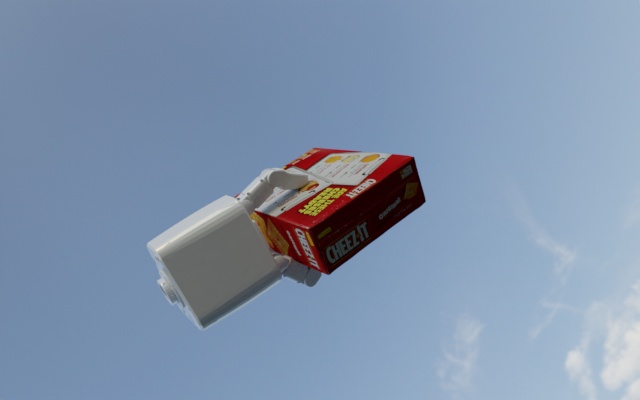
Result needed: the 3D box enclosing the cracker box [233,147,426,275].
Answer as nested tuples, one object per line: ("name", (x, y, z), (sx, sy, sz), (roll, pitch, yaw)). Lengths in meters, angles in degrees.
("cracker box", (0.000, 0.002, 0.616), (0.164, 0.072, 0.213), (-34, 26, -25))
